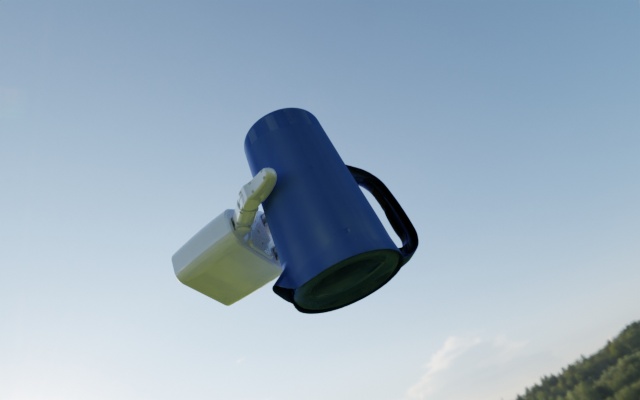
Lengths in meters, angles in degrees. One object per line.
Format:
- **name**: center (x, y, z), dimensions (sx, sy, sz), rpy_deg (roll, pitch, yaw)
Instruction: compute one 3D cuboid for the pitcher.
- **pitcher**: center (0.000, 0.002, 0.587), dimensions (0.145, 0.242, 0.149), rpy_deg (-37, -33, 18)
